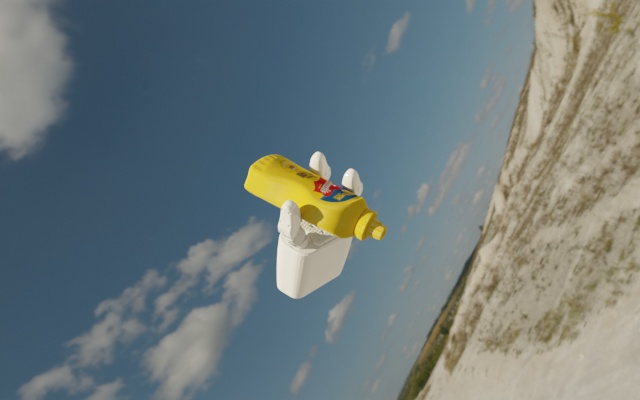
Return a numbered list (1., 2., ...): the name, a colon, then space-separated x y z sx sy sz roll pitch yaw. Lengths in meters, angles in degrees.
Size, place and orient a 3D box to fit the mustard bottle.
1. mustard bottle: 0.000 0.002 0.637 0.191 0.058 0.096 28 19 19
